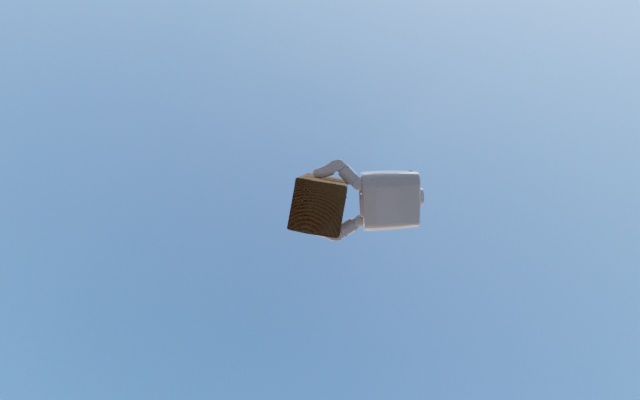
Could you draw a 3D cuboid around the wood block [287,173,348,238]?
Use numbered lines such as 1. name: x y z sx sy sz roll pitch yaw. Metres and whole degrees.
1. wood block: 0.000 0.003 0.884 0.090 0.091 0.206 10 6 3
